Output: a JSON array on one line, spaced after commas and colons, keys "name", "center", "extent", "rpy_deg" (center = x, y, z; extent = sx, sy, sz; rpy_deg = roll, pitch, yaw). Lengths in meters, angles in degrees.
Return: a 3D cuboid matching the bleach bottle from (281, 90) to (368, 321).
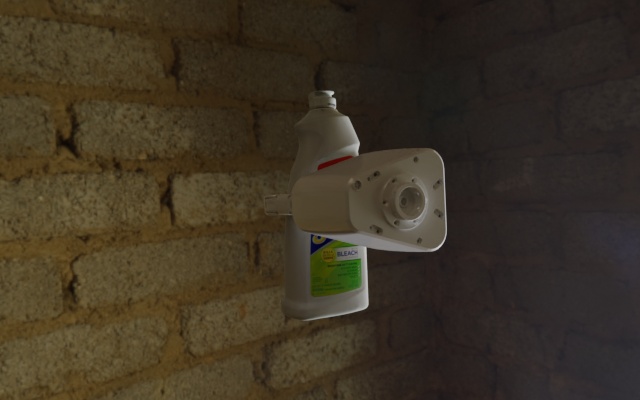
[{"name": "bleach bottle", "center": [0.000, 0.002, 0.549], "extent": [0.102, 0.251, 0.068], "rpy_deg": [-4, 2, -26]}]
